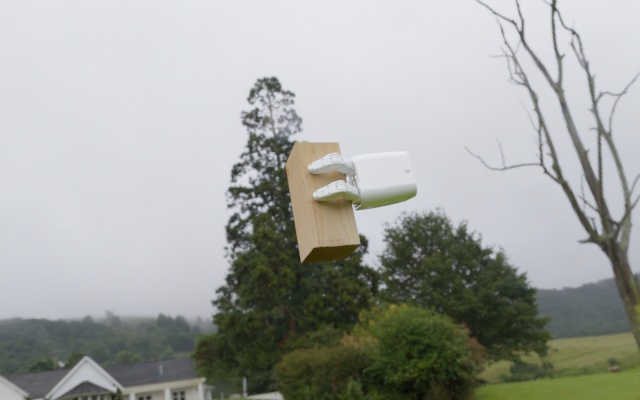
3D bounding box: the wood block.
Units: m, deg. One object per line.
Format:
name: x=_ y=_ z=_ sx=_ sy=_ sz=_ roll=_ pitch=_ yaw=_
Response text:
wood block: x=0.000 y=0.003 z=0.890 sx=0.090 sy=0.206 sz=0.091 roll=-3 pitch=-24 yaw=-18
